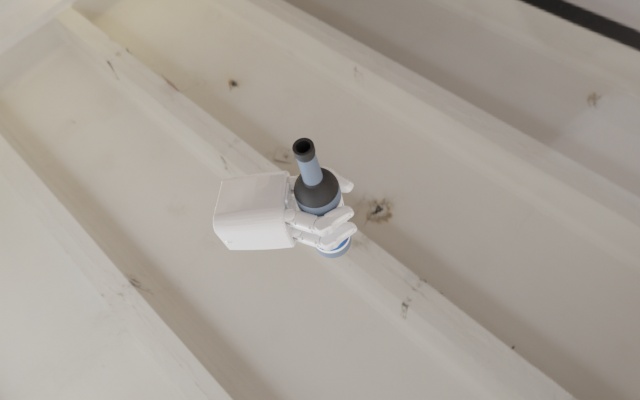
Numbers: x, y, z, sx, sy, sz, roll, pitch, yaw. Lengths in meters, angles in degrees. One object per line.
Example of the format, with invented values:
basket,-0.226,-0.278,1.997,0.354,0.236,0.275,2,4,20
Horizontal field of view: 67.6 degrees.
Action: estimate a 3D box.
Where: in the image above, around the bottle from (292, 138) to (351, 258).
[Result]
bottle,0.000,0.002,0.713,0.069,0.069,0.296,0,-28,10
